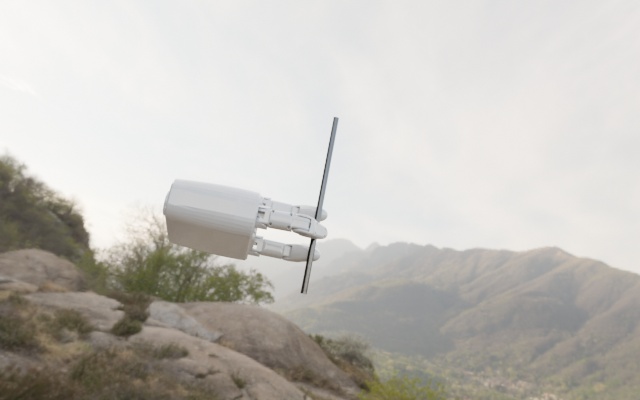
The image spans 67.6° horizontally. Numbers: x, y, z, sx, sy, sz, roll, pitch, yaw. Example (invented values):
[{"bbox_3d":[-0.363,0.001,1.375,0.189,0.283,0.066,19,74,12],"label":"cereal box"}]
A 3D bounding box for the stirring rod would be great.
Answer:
[{"bbox_3d":[0.000,0.002,0.627,0.011,0.239,0.011,10,-13,2],"label":"stirring rod"}]
